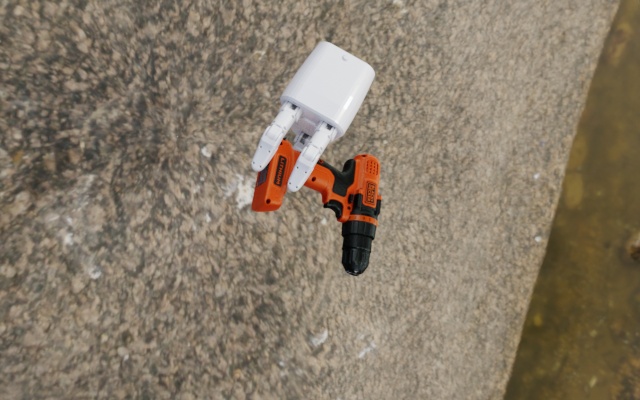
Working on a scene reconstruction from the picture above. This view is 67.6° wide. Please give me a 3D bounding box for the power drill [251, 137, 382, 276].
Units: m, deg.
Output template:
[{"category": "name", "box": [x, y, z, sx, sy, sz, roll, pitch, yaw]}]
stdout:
[{"category": "power drill", "box": [0.000, 0.002, 0.679, 0.188, 0.184, 0.057, 17, -22, -26]}]
